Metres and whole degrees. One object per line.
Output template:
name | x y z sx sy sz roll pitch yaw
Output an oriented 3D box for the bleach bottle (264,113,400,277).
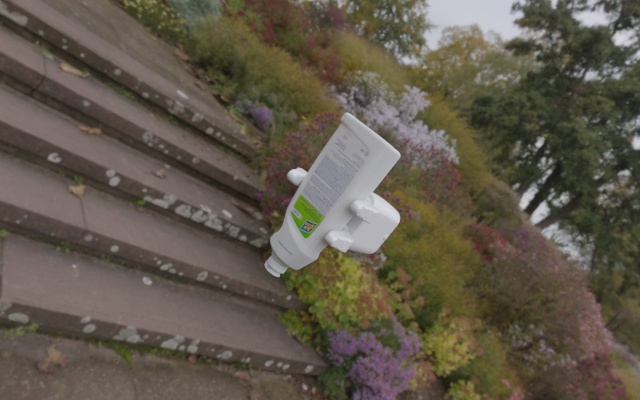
bleach bottle | 0.000 0.002 0.695 0.102 0.251 0.068 45 11 35
